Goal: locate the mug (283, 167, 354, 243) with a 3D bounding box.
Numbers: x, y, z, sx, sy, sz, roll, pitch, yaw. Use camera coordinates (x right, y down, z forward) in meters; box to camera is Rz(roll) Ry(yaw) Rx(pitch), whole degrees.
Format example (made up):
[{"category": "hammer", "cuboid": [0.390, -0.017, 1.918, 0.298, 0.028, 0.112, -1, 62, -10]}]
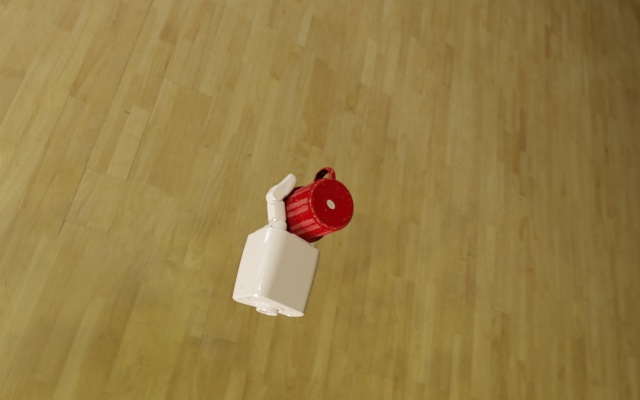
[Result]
[{"category": "mug", "cuboid": [0.001, 0.001, 0.740, 0.093, 0.117, 0.081, 25, -25, -25]}]
